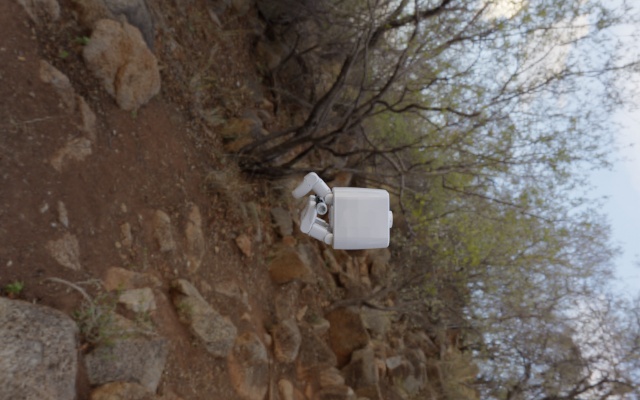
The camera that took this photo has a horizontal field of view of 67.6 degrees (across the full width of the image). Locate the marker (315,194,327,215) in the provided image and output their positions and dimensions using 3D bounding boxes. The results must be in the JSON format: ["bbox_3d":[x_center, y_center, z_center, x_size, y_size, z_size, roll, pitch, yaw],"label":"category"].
[{"bbox_3d":[0.000,0.003,0.893,0.020,0.020,0.121,0,12,-2],"label":"marker"}]
